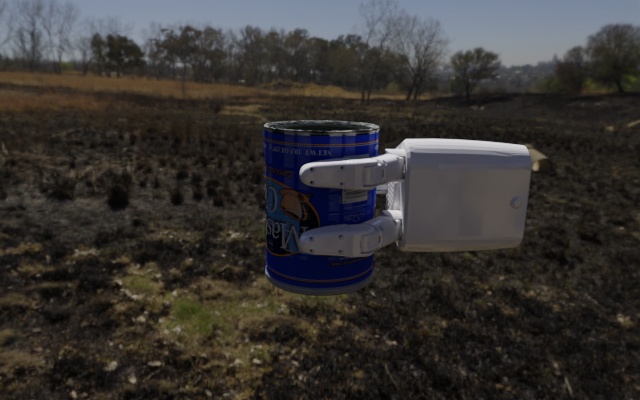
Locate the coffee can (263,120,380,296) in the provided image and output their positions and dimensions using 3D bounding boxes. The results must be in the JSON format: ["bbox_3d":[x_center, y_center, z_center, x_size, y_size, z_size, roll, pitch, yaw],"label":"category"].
[{"bbox_3d":[0.000,0.002,0.437,0.103,0.140,0.102,1,14,0],"label":"coffee can"}]
